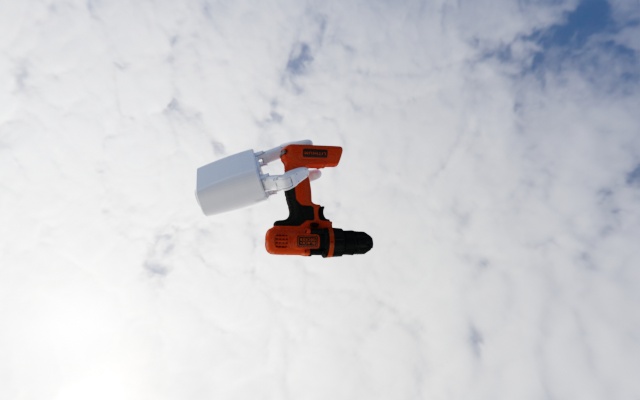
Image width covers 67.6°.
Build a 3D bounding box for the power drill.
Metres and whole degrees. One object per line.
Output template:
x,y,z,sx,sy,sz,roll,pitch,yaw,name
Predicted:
0.000,0.002,0.803,0.184,0.187,0.057,2,-8,-14,power drill
